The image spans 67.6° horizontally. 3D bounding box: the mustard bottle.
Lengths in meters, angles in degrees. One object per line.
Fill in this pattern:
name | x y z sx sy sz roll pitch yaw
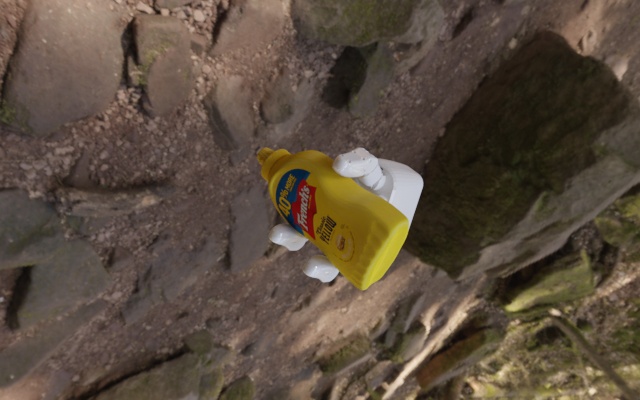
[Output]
mustard bottle | 0.000 0.002 0.514 0.191 0.096 0.058 40 45 24
